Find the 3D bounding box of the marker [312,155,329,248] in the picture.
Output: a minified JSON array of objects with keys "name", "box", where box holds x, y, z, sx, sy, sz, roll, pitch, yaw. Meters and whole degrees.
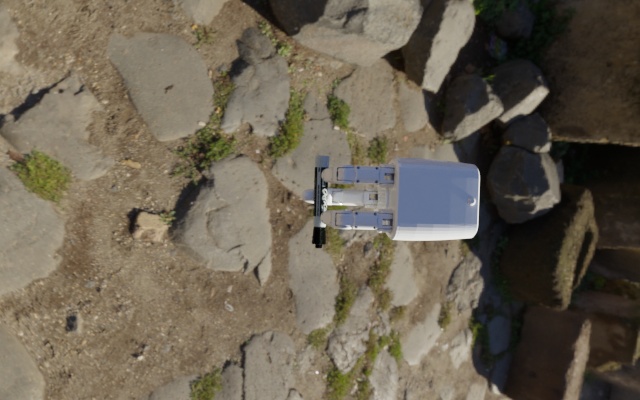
[{"name":"marker","box":[0.000,0.002,0.624,0.020,0.121,0.020,2,2,0]}]
